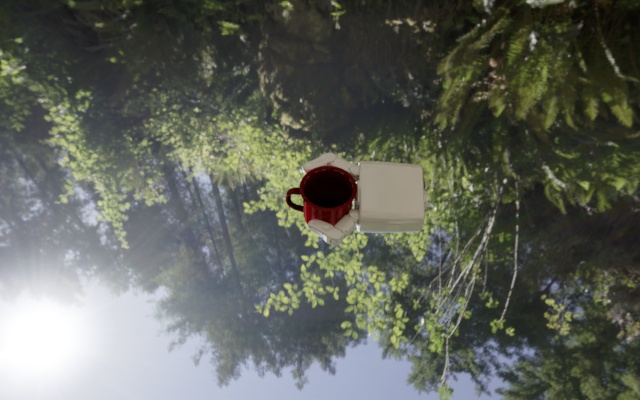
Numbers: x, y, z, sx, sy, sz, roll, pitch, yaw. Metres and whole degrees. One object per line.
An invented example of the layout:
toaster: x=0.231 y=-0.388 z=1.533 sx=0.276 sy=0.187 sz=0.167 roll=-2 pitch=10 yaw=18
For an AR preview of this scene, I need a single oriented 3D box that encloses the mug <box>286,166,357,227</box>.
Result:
mug: x=-0.001 y=0.003 z=0.797 sx=0.117 sy=0.093 sz=0.082 roll=3 pitch=-37 yaw=1
